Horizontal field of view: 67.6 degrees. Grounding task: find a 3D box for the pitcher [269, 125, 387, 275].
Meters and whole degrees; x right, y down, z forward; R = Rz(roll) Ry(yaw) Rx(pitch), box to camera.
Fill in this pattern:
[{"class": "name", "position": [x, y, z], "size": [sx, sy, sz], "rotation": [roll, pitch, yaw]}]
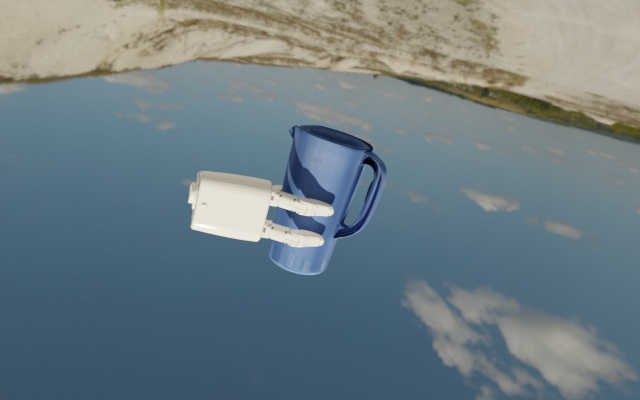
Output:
[{"class": "pitcher", "position": [0.000, 0.003, 0.806], "size": [0.145, 0.243, 0.149], "rotation": [10, 18, -21]}]
